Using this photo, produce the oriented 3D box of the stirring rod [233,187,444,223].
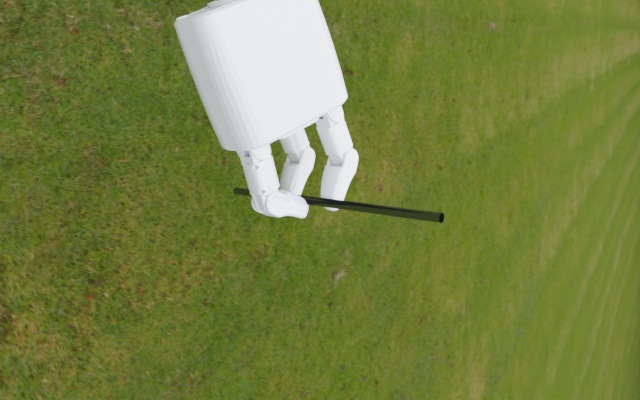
[{"bbox_3d":[0.000,0.001,0.436,0.239,0.011,0.011,7,5,40],"label":"stirring rod"}]
